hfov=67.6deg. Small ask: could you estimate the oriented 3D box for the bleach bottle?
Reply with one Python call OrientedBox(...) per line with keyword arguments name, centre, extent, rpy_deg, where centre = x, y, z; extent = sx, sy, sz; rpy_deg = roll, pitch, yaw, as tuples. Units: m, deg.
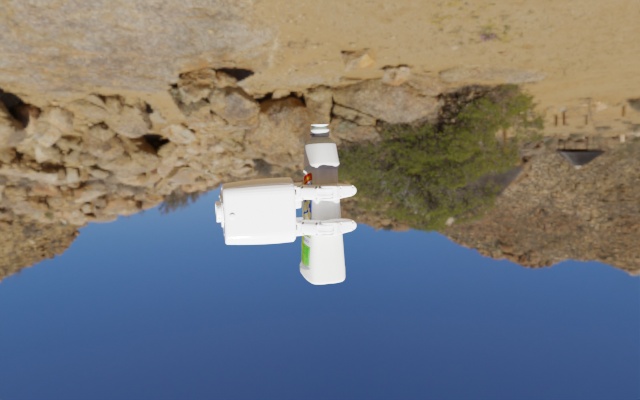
OrientedBox(name="bleach bottle", centre=(0.000, 0.003, 0.781), extent=(0.068, 0.251, 0.102), rpy_deg=(-4, 8, -14))
